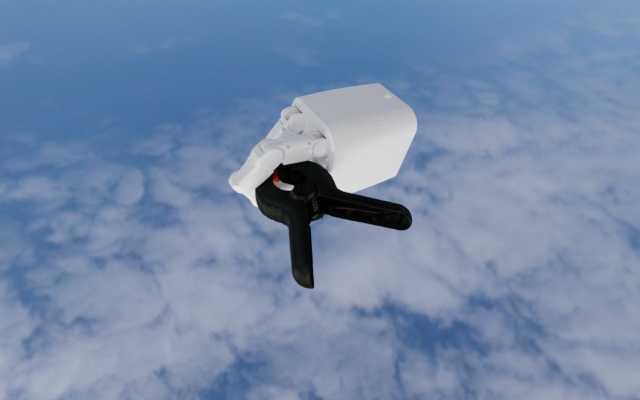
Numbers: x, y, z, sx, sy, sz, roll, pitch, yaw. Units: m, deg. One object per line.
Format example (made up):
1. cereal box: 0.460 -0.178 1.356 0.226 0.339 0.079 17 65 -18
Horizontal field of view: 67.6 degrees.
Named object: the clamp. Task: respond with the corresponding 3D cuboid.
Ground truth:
1. clamp: 0.000 0.002 0.453 0.120 0.039 0.171 -18 44 -21
